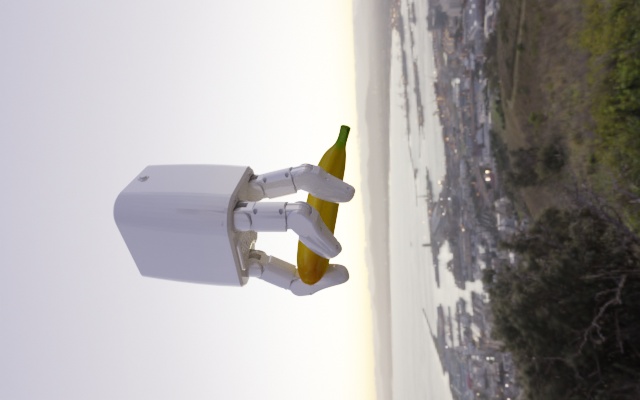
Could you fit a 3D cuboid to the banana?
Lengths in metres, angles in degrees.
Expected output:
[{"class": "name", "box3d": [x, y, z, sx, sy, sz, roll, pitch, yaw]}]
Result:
[{"class": "banana", "box3d": [0.000, 0.010, 0.495, 0.037, 0.197, 0.070, 8, -37, 4]}]
